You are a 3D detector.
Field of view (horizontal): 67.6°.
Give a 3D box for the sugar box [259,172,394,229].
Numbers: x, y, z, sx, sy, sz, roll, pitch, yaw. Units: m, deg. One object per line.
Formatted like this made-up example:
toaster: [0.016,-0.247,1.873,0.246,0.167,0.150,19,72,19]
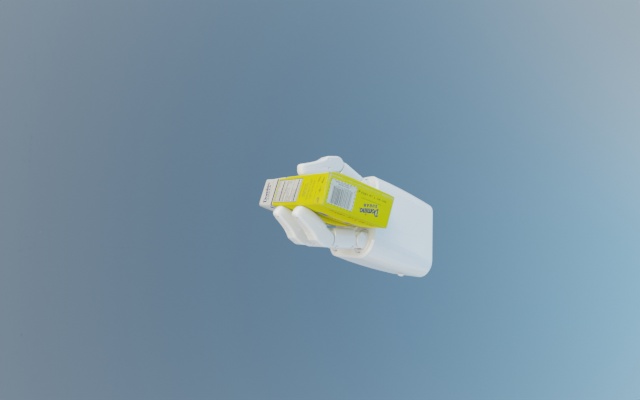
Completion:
sugar box: [0.000,0.003,0.603,0.093,0.048,0.176,21,-14,-27]
